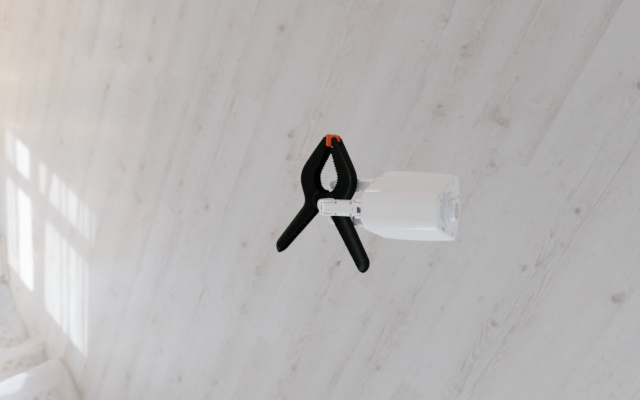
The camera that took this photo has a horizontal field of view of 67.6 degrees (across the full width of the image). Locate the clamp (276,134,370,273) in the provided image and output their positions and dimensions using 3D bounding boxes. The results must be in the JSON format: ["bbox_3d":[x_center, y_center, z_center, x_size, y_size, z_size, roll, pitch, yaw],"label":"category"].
[{"bbox_3d":[0.000,0.002,0.747,0.164,0.210,0.036,2,6,27],"label":"clamp"}]
